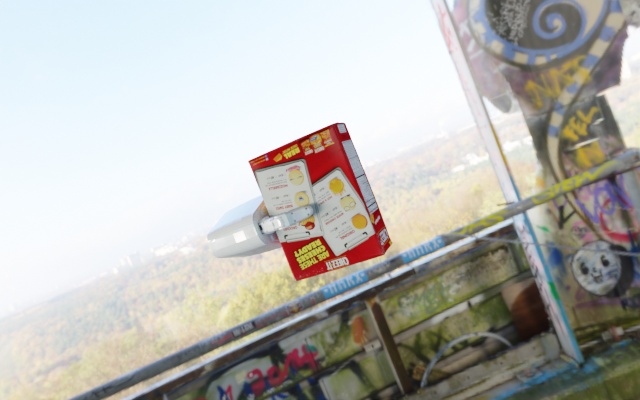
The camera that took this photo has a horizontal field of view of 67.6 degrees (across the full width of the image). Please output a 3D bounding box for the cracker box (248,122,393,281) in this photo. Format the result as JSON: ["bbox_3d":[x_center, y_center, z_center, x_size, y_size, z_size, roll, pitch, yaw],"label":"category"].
[{"bbox_3d":[0.000,0.002,0.769,0.164,0.214,0.072,-20,4,25],"label":"cracker box"}]
